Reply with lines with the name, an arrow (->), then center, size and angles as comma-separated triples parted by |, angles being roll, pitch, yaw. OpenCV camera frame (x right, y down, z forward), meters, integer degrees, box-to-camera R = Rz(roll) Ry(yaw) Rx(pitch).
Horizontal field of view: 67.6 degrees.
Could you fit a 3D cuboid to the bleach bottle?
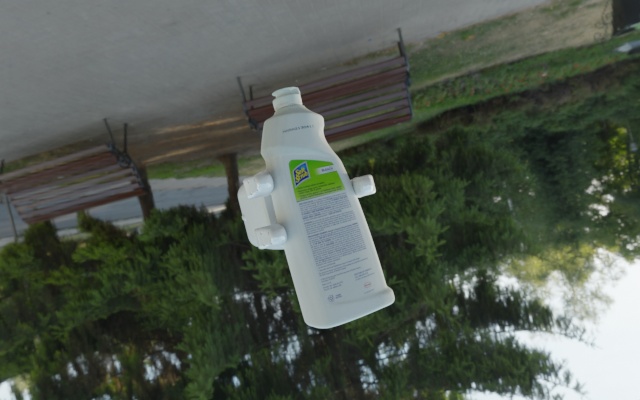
bleach bottle -> 0.000, 0.002, 0.518 | 0.102, 0.251, 0.068 | -14, 0, -28
